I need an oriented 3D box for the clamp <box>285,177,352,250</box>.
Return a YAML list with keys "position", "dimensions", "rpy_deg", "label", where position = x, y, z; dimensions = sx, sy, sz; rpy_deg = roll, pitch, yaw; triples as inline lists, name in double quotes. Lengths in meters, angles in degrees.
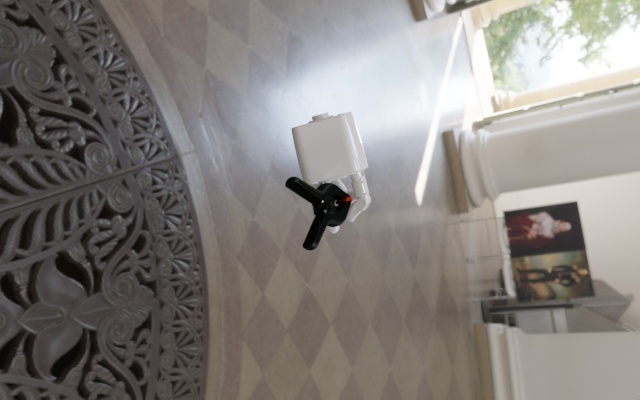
- position: [0.001, 0.003, 0.817]
  dimensions: [0.039, 0.120, 0.171]
  rpy_deg: [-10, 11, 28]
  label: "clamp"
